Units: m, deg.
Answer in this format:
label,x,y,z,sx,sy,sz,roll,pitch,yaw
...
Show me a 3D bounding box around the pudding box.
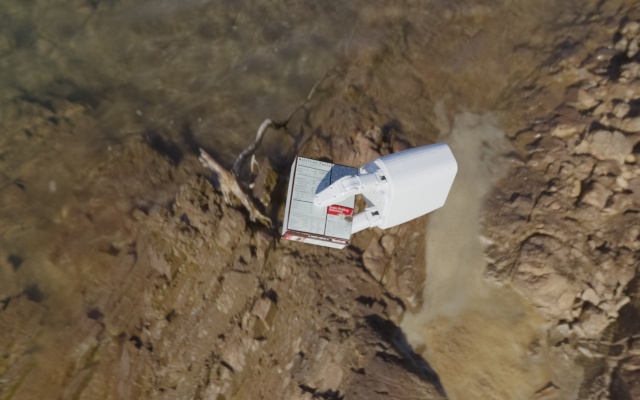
label,x,y,z,sx,sy,sz,roll,pitch,yaw
pudding box,0.000,0.002,0.647,0.090,0.113,0.039,11,-24,-8
